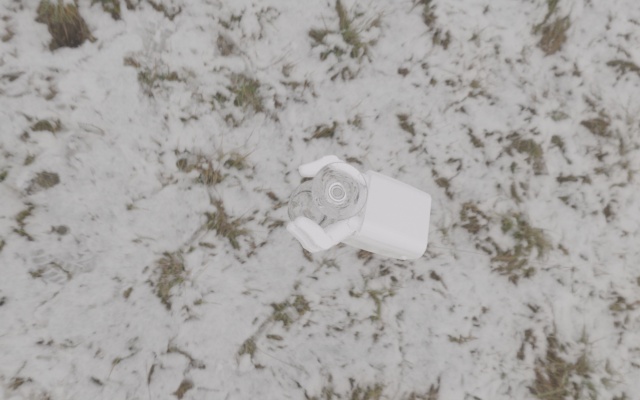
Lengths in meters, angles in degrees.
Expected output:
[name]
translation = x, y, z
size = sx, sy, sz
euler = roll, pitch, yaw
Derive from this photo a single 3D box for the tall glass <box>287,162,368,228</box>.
[tall glass]
translation = 0.000, 0.002, 0.696
size = 0.079, 0.079, 0.201
euler = 0, -8, -15
